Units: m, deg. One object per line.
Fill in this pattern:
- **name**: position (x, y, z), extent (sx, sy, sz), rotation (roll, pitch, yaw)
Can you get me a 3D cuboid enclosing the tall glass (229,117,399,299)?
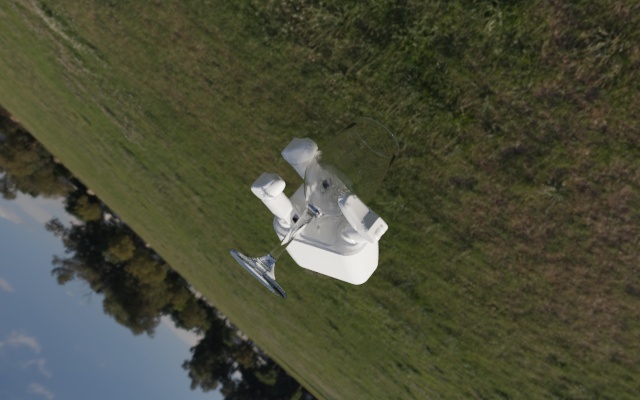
- **tall glass**: position (0.000, 0.002, 0.502), extent (0.079, 0.201, 0.079), rotation (37, -18, 14)
